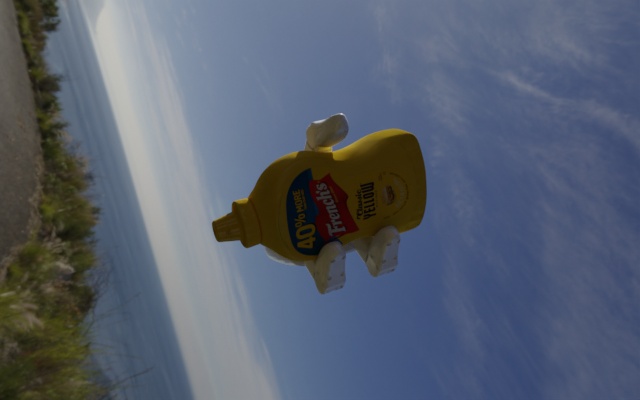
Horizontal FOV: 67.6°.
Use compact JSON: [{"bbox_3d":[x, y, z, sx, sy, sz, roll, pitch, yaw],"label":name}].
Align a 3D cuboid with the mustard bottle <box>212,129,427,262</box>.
[{"bbox_3d":[0.000,0.001,0.421,0.191,0.096,0.058,-15,24,-20],"label":"mustard bottle"}]
